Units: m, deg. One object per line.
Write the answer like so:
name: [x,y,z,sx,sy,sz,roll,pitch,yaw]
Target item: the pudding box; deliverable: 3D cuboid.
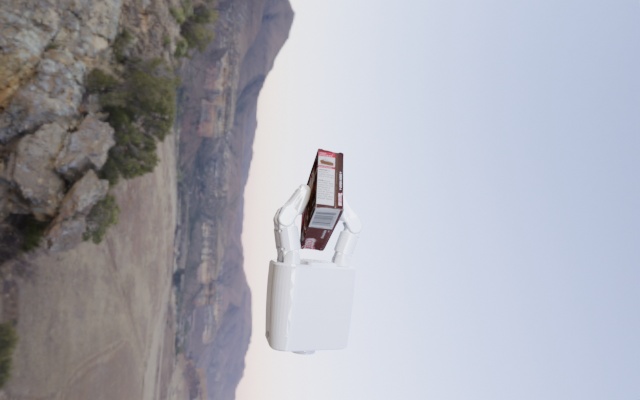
pudding box: [0.000,0.002,0.625,0.039,0.090,0.114,9,-33,-11]
